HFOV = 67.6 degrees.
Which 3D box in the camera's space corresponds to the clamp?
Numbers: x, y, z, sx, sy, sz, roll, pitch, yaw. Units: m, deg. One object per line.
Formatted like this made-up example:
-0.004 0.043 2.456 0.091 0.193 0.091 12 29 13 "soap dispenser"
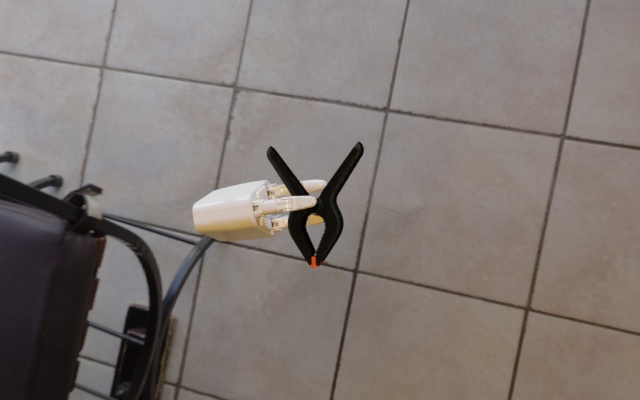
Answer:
0.000 0.003 0.778 0.164 0.210 0.036 -8 -2 18 "clamp"
